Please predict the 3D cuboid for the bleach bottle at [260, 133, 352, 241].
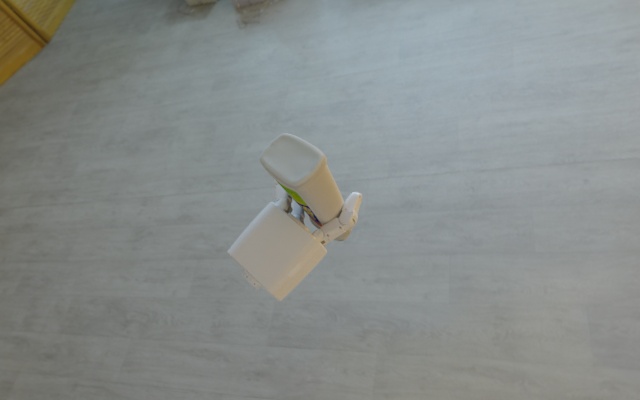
[{"bbox_3d":[0.000,0.002,0.750,0.102,0.068,0.251,36,-12,36],"label":"bleach bottle"}]
